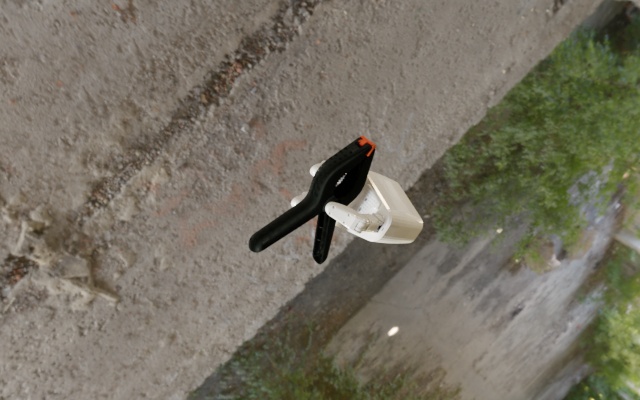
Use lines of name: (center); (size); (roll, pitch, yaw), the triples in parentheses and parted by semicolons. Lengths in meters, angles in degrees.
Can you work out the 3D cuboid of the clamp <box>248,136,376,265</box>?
clamp: (0.001, 0.002, 0.656); (0.036, 0.210, 0.164); (43, 20, 33)
